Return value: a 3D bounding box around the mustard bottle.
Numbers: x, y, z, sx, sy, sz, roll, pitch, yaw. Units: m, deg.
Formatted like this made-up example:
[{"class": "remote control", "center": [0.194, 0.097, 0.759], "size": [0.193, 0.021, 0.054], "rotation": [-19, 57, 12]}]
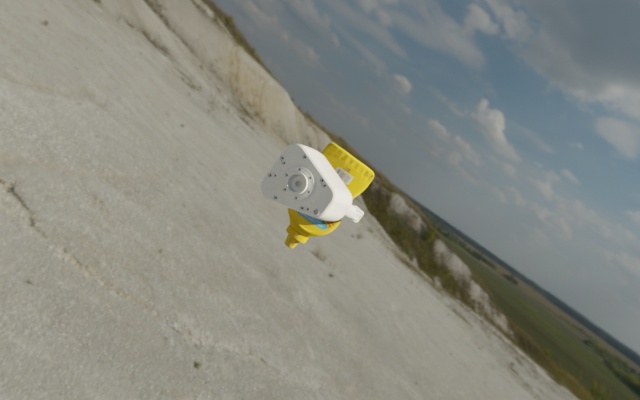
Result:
[{"class": "mustard bottle", "center": [0.000, 0.002, 0.822], "size": [0.096, 0.191, 0.058], "rotation": [35, 6, -11]}]
